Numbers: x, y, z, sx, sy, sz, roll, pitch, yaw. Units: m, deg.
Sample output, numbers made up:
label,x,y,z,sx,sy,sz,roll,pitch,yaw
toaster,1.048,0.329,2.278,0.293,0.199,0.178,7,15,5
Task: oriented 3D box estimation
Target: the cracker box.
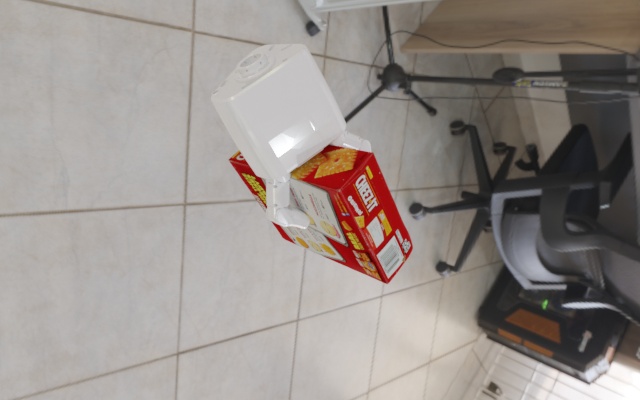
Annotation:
label,x,y,z,sx,sy,sz,roll,pitch,yaw
cracker box,0.000,0.002,0.619,0.213,0.164,0.072,18,57,46
